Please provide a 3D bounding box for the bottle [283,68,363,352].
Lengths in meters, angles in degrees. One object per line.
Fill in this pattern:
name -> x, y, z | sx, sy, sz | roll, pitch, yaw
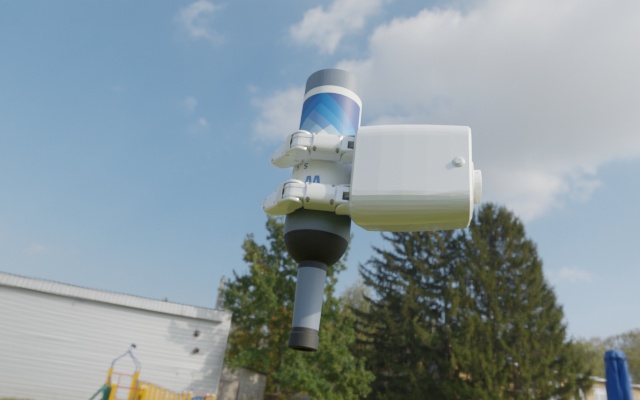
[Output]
bottle -> 0.000, 0.001, 0.492 | 0.069, 0.295, 0.069 | 6, -25, 3
